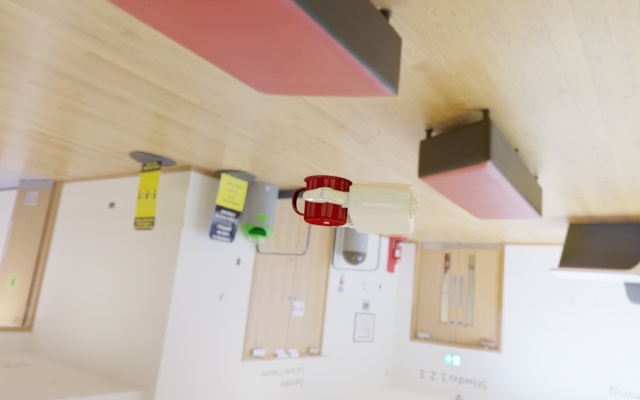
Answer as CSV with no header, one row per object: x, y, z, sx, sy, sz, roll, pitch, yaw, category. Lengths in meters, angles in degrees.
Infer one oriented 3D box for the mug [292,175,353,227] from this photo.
-0.001,0.003,0.898,0.117,0.081,0.093,1,-12,19,mug
